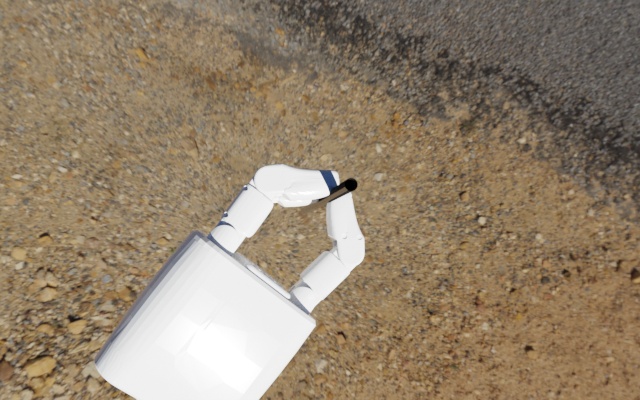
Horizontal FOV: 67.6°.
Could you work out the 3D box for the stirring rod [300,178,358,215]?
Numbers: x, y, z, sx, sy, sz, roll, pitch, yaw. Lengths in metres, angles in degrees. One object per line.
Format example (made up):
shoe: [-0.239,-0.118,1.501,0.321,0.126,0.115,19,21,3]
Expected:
stirring rod: [0.000,0.001,0.402,0.011,0.011,0.239,0,-5,-9]
